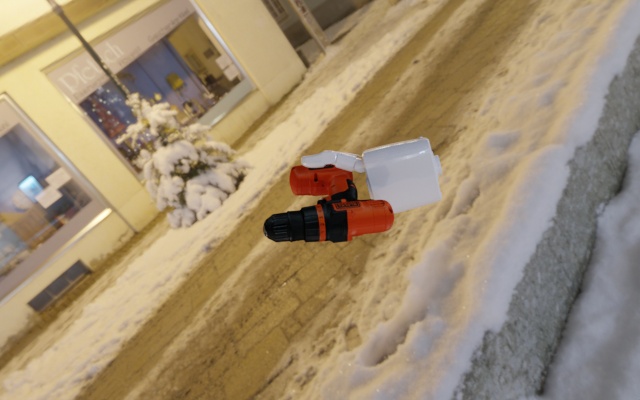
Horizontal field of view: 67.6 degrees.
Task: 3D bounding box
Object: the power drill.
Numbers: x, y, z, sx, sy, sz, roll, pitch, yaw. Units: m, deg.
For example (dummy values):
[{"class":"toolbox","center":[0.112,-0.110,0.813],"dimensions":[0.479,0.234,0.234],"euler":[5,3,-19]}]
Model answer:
[{"class":"power drill","center":[0.000,0.002,0.729],"dimensions":[0.184,0.057,0.187],"euler":[-5,27,-9]}]
